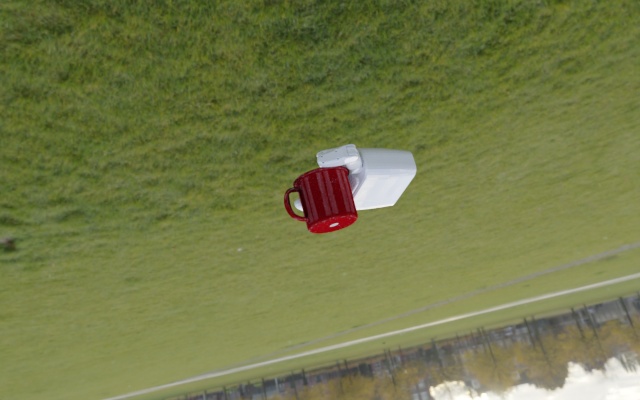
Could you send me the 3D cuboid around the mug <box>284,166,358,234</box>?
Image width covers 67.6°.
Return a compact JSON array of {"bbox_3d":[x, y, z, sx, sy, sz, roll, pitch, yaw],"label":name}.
[{"bbox_3d":[-0.001,0.003,0.742,0.117,0.081,0.093,-5,-20,-27],"label":"mug"}]
